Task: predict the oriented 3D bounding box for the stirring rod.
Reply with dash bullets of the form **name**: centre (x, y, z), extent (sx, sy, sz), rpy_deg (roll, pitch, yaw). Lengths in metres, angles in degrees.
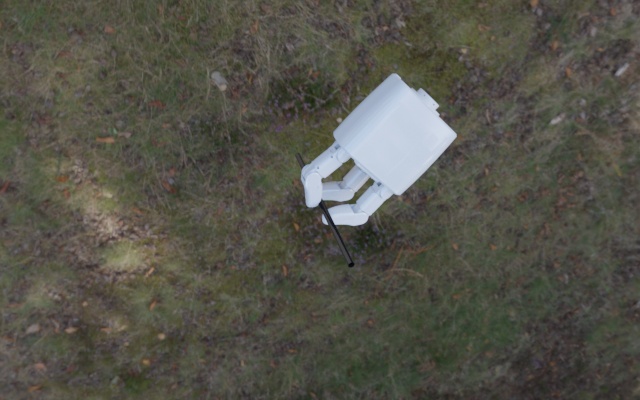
- **stirring rod**: centre (0.000, 0.002, 0.632), extent (0.011, 0.011, 0.239), rpy_deg (0, 36, -21)
